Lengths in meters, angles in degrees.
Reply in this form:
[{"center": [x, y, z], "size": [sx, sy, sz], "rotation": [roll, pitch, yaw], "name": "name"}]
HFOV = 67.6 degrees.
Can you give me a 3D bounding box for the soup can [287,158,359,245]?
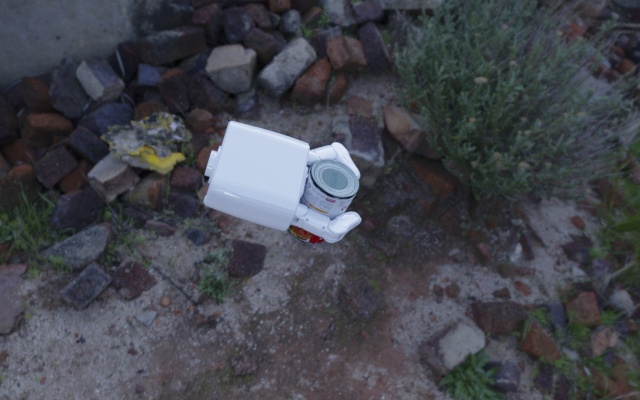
[{"center": [0.001, 0.002, 0.627], "size": [0.068, 0.068, 0.102], "rotation": [0, -39, -28], "name": "soup can"}]
